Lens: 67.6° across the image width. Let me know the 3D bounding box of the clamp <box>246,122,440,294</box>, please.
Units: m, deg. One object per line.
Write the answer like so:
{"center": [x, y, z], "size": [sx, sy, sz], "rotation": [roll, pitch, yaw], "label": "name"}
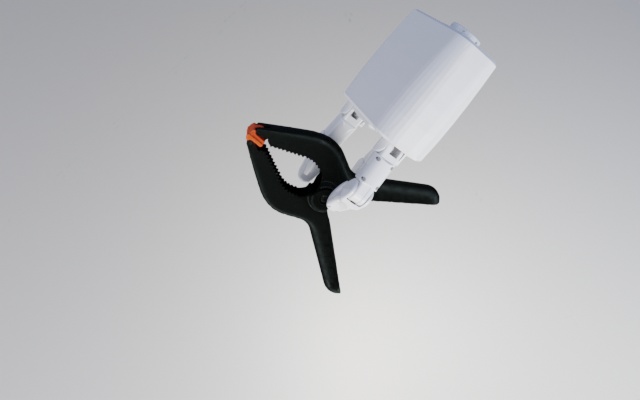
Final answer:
{"center": [0.000, 0.002, 0.501], "size": [0.210, 0.164, 0.036], "rotation": [33, 16, -19], "label": "clamp"}
